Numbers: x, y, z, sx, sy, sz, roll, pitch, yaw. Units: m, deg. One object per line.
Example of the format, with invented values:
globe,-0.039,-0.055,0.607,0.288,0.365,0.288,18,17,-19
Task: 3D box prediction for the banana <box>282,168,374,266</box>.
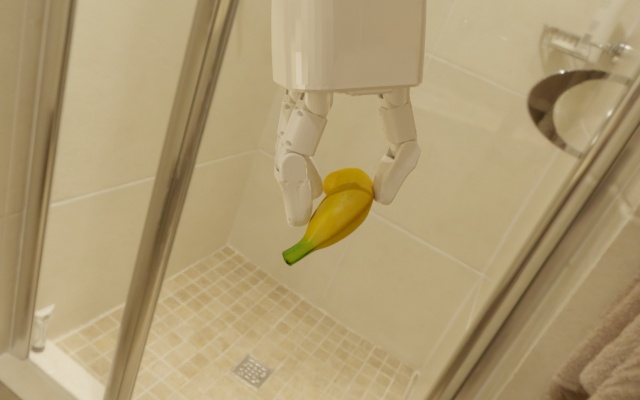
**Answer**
banana,0.017,-0.003,0.431,0.069,0.037,0.197,-17,12,15
